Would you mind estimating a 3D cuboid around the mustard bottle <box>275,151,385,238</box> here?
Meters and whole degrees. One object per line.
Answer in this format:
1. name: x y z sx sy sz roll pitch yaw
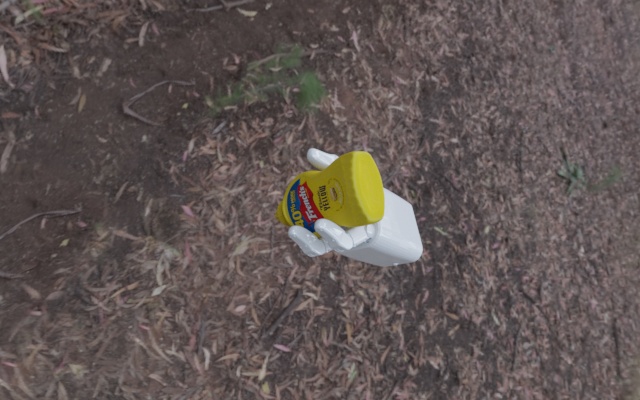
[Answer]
1. mustard bottle: 0.000 0.002 0.674 0.058 0.096 0.192 -8 -8 -44
